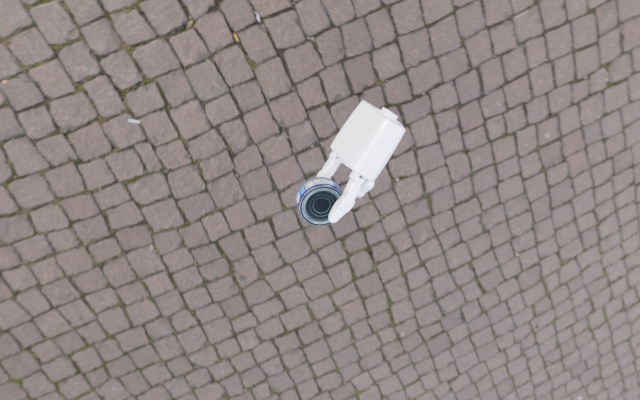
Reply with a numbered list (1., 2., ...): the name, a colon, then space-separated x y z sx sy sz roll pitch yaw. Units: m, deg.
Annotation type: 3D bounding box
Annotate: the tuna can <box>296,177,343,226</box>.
1. tuna can: 0.000 0.003 0.862 0.086 0.086 0.033 0 28 -12
